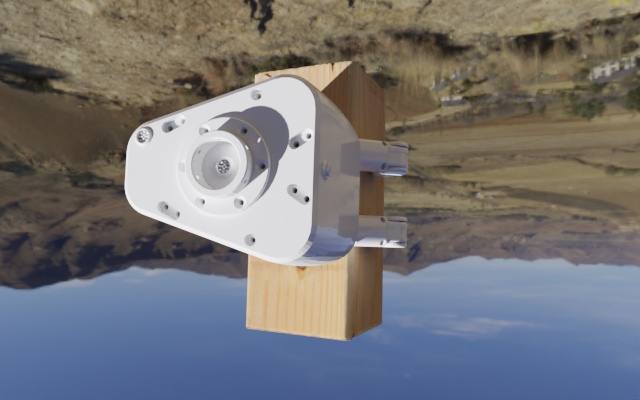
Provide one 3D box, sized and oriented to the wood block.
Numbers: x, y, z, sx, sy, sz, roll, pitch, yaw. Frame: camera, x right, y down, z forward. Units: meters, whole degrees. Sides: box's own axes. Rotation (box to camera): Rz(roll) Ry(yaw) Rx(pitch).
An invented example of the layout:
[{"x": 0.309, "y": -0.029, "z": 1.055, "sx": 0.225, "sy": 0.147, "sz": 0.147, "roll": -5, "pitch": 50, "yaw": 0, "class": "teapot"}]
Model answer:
[{"x": 0.000, "y": 0.001, "z": 0.405, "sx": 0.091, "sy": 0.206, "sz": 0.090, "roll": 0, "pitch": -5, "yaw": 24, "class": "wood block"}]
